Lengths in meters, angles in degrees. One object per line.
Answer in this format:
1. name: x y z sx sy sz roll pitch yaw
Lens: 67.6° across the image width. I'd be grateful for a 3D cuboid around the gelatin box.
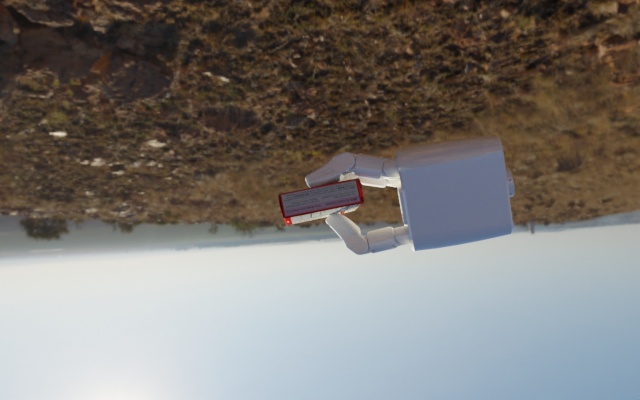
1. gelatin box: 0.000 0.002 0.532 0.089 0.030 0.073 -12 -7 -3
